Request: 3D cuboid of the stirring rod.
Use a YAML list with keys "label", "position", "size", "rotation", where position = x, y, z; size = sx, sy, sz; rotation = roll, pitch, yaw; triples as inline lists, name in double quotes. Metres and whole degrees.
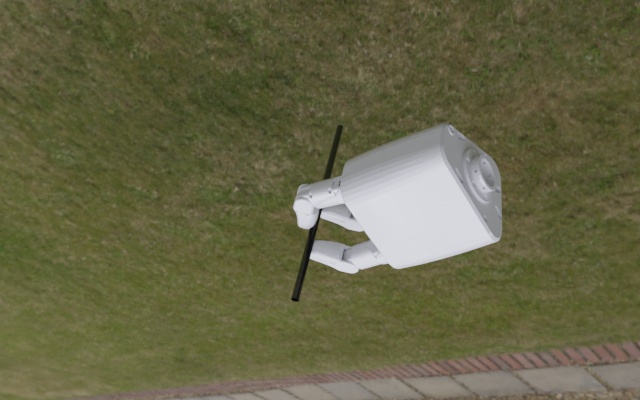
- label: "stirring rod"
  position: [0.000, 0.002, 0.531]
  size: [0.011, 0.239, 0.011]
  rotation: [10, -36, 7]
